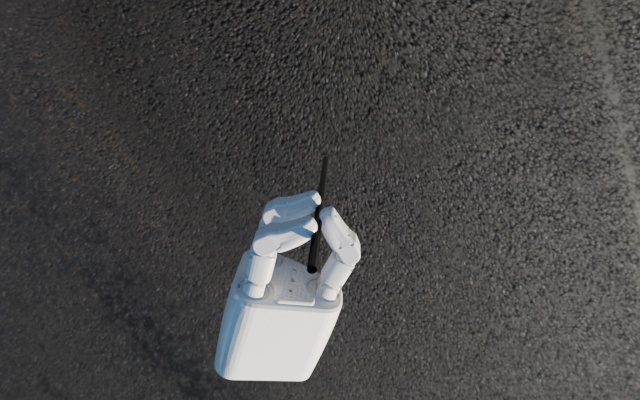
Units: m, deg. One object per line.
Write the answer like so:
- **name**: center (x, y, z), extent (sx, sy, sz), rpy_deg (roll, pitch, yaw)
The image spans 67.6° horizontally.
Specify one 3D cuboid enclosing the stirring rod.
- **stirring rod**: center (0.000, 0.002, 0.479), extent (0.011, 0.011, 0.239), rpy_deg (0, 26, 4)
